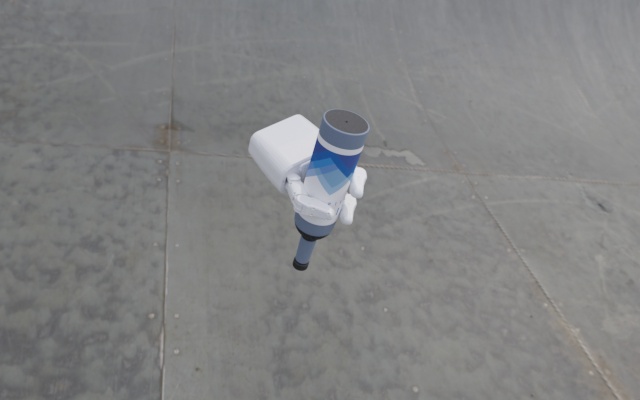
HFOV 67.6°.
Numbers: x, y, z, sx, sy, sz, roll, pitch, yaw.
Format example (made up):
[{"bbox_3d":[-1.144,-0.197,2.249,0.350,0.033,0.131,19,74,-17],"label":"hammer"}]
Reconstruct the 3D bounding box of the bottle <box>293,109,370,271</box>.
[{"bbox_3d":[0.000,0.002,0.743,0.069,0.296,0.069,11,38,-9],"label":"bottle"}]
